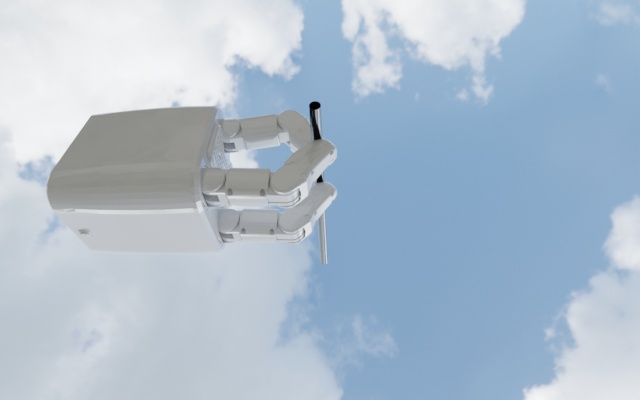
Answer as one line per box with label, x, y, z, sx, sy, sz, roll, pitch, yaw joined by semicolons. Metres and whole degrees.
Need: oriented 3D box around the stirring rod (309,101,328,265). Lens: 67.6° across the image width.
stirring rod;0.000;0.001;0.422;0.011;0.011;0.240;0;-33;2
